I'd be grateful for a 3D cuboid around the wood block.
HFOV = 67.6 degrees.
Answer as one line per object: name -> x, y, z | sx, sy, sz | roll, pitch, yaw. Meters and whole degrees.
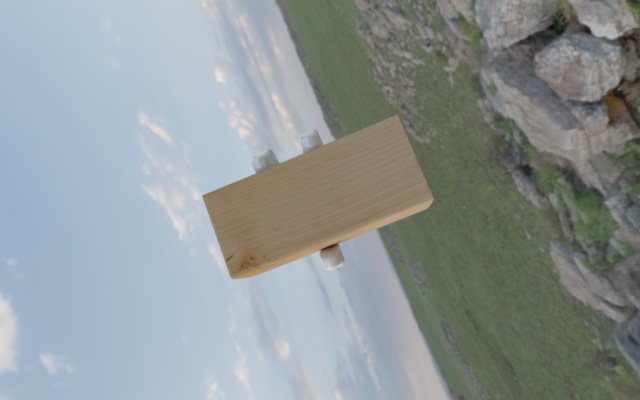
wood block -> 0.000, 0.002, 0.495 | 0.206, 0.091, 0.090 | -22, -10, 4
